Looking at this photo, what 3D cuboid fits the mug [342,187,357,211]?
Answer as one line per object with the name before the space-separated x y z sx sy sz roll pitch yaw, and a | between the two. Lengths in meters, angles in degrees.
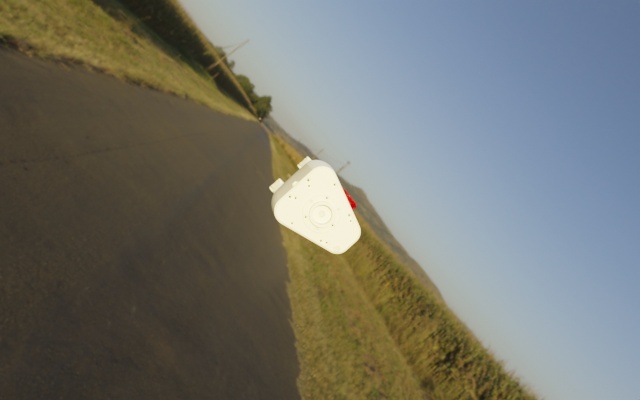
mug | 0.000 0.002 0.753 0.081 0.093 0.117 -41 10 1
